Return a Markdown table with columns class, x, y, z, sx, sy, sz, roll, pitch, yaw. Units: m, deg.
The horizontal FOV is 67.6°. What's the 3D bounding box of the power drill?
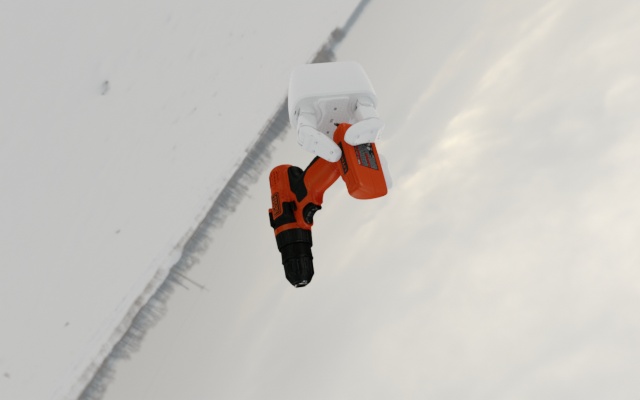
| class | x | y | z | sx | sy | sz | roll | pitch | yaw |
| --- | --- | --- | --- | --- | --- | --- | --- | --- | --- |
| power drill | 0.000 | 0.002 | 0.627 | 0.057 | 0.184 | 0.188 | 11 | -34 | -40 |
